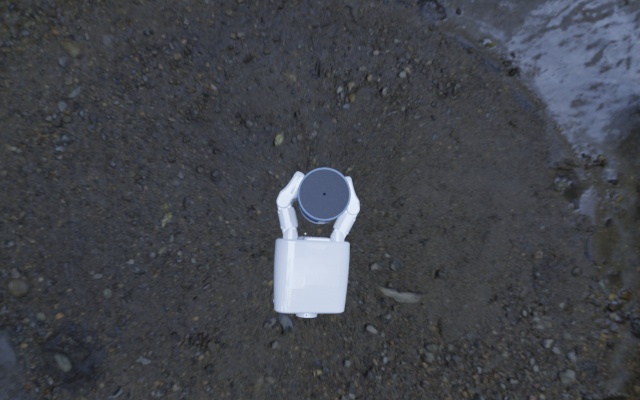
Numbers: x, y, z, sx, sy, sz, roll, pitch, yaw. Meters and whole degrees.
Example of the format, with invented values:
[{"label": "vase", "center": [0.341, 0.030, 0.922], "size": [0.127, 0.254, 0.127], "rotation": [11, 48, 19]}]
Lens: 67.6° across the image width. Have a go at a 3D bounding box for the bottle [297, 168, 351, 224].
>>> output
[{"label": "bottle", "center": [0.000, 0.002, 0.733], "size": [0.069, 0.069, 0.296], "rotation": [0, -4, -2]}]
